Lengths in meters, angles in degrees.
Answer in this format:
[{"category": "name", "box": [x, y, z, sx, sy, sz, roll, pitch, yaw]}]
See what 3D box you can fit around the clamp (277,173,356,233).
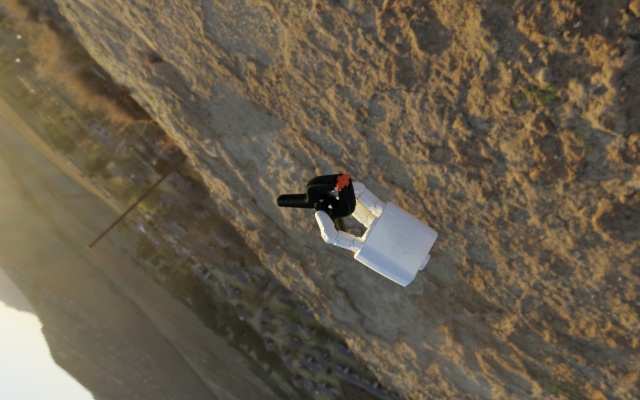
[{"category": "clamp", "box": [0.000, 0.003, 0.866, 0.164, 0.036, 0.210, 29, -28, 4]}]
